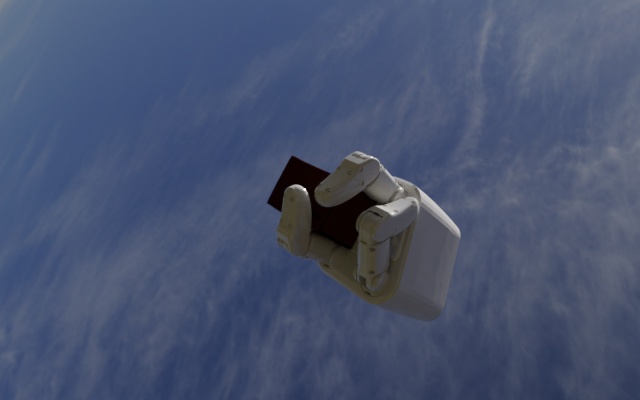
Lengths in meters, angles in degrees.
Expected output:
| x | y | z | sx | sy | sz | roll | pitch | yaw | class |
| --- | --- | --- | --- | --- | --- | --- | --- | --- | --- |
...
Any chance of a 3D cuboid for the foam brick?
| x | y | z | sx | sy | sz | roll | pitch | yaw | class |
| --- | --- | --- | --- | --- | --- | --- | --- | --- | --- |
| 0.000 | 0.001 | 0.438 | 0.078 | 0.053 | 0.051 | 28 | -2 | 44 | foam brick |
